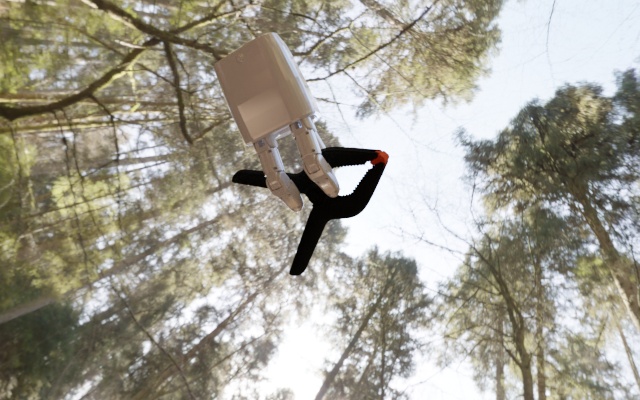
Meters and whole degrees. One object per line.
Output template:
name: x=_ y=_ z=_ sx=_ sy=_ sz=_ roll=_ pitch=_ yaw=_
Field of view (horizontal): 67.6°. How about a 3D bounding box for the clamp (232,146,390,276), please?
clamp: x=0.001 y=0.001 z=0.619 sx=0.210 sy=0.164 sz=0.036 roll=-22 pitch=8 yaw=25
